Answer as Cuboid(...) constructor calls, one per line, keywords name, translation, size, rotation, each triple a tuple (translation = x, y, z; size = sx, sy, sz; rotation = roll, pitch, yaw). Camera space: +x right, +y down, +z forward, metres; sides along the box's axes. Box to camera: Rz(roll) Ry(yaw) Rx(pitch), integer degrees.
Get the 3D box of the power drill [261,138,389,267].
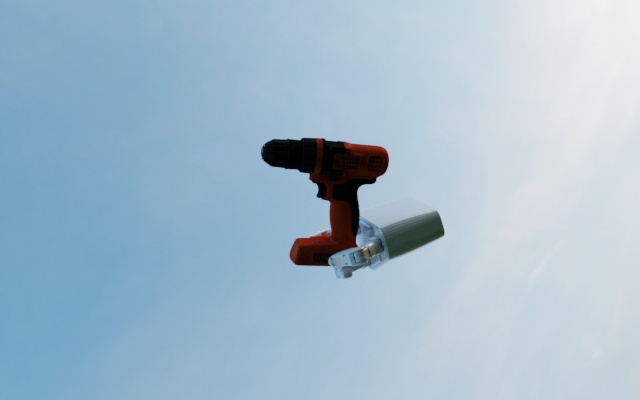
Cuboid(name="power drill", translation=(0.000, 0.003, 0.699), size=(0.184, 0.188, 0.057), rotation=(4, 19, -10))
